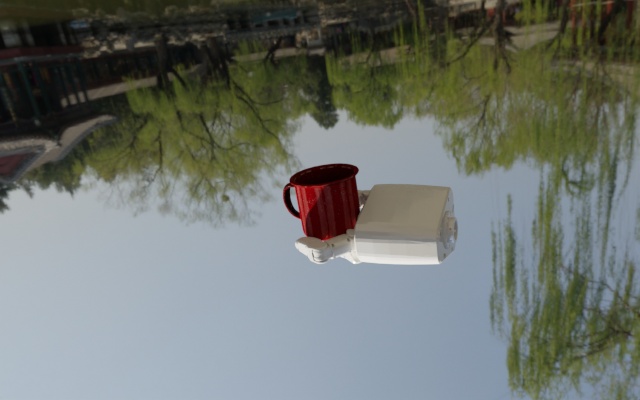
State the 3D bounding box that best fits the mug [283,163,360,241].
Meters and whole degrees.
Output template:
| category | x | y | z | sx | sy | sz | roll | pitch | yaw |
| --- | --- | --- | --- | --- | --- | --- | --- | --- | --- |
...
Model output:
| category | x | y | z | sx | sy | sz | roll | pitch | yaw |
| --- | --- | --- | --- | --- | --- | --- | --- | --- | --- |
| mug | -0.001 | 0.002 | 0.648 | 0.117 | 0.081 | 0.093 | 1 | 22 | 28 |
